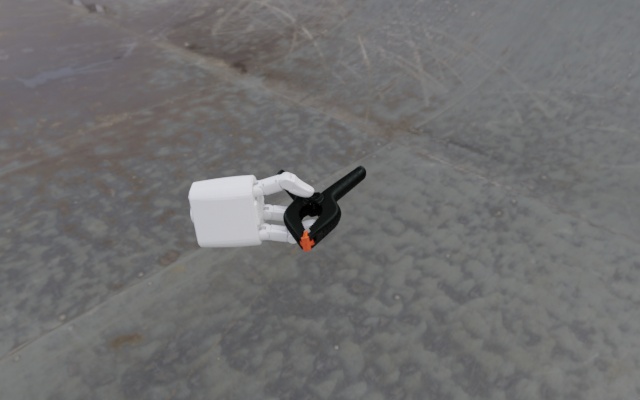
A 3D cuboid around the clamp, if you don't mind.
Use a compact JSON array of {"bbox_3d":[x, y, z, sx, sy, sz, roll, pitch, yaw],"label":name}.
[{"bbox_3d":[0.000,0.002,0.800,0.164,0.036,0.209,-7,36,5],"label":"clamp"}]
